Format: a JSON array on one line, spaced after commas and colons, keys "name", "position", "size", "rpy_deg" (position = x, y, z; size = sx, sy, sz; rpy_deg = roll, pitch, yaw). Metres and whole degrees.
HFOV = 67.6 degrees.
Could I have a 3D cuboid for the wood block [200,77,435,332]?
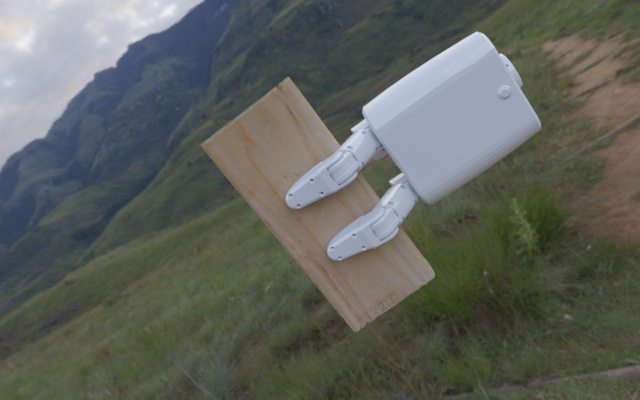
[{"name": "wood block", "position": [0.000, 0.001, 0.430], "size": [0.090, 0.206, 0.090], "rpy_deg": [-37, 13, 6]}]
